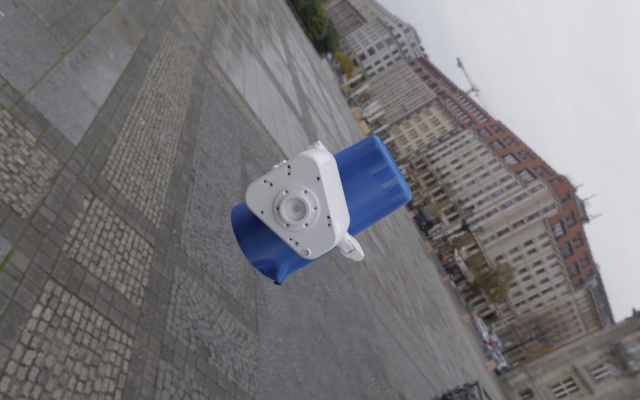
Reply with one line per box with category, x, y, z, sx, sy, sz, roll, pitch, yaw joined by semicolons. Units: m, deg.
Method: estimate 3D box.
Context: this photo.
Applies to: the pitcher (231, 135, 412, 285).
pitcher;0.000;0.002;0.699;0.243;0.149;0.145;-30;-1;11
